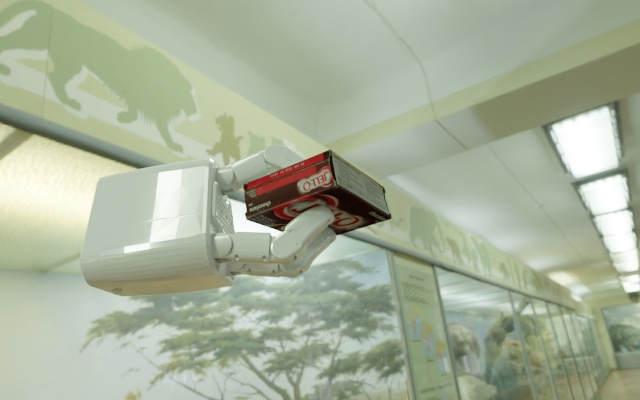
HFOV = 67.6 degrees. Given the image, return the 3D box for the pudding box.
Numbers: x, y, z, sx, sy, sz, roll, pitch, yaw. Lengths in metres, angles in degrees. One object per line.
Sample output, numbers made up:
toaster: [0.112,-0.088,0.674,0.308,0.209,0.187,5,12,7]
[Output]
pudding box: [0.000,0.001,0.430,0.090,0.039,0.113,-18,-22,26]
